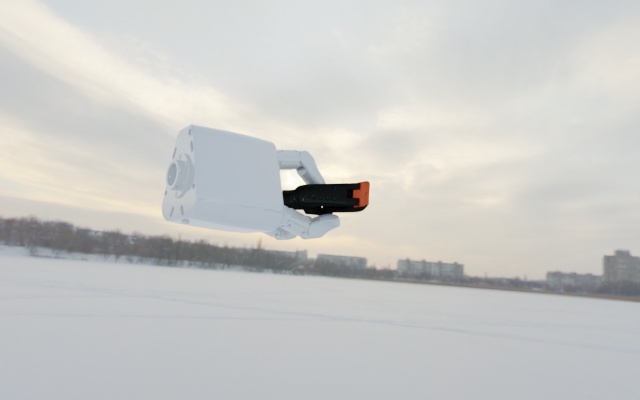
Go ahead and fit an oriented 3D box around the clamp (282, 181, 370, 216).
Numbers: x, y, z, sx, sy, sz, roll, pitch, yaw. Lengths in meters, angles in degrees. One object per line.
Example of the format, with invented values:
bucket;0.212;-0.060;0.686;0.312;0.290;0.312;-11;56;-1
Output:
clamp;0.000;0.001;0.620;0.164;0.036;0.210;9;-10;-39
